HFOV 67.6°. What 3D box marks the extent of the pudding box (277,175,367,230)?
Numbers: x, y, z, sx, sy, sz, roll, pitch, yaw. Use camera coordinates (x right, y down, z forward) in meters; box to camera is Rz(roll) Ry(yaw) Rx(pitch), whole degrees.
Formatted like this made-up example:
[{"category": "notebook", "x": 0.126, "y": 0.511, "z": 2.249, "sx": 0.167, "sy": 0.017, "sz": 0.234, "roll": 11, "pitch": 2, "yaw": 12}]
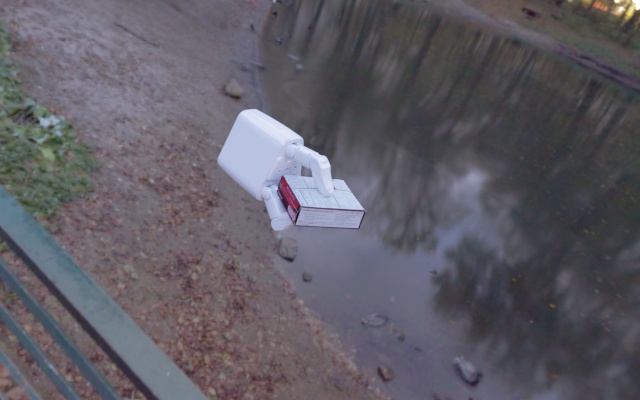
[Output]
[{"category": "pudding box", "x": 0.000, "y": 0.002, "z": 0.721, "sx": 0.113, "sy": 0.039, "sz": 0.090, "roll": 3, "pitch": 33, "yaw": -26}]
